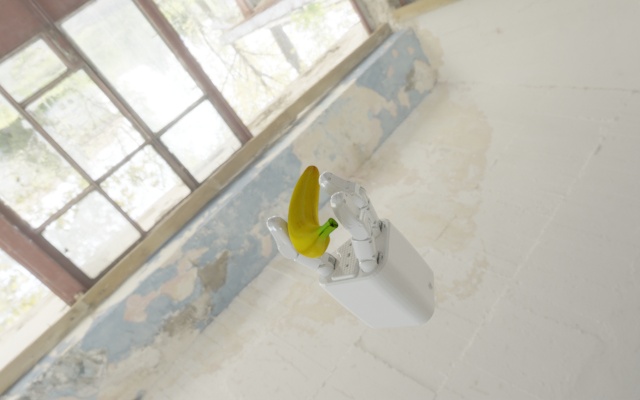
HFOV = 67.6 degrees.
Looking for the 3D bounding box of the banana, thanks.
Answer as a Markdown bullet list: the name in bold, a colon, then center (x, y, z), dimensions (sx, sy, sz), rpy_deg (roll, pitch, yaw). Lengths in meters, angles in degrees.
- **banana**: center (-0.011, 0.017, 0.562), dimensions (0.037, 0.069, 0.197), rpy_deg (36, 12, -20)
